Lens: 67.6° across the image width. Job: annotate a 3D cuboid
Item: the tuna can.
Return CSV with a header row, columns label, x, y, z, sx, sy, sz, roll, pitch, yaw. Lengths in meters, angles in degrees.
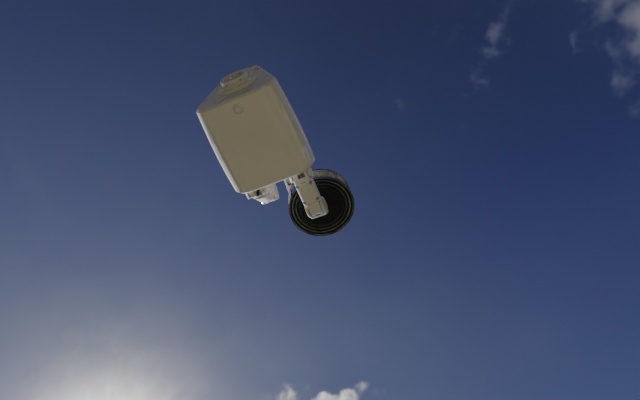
label,x,y,z,sx,sy,sz,roll,pitch,yaw
tuna can,0.000,0.002,0.630,0.086,0.086,0.033,0,28,-6
